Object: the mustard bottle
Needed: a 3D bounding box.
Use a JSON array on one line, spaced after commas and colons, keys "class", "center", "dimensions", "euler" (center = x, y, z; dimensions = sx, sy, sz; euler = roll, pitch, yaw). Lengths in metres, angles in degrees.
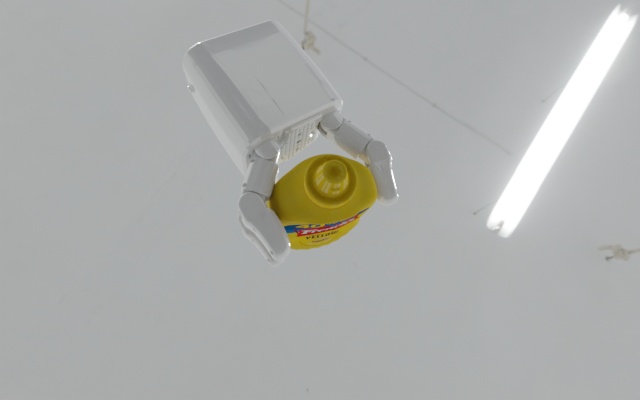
[{"class": "mustard bottle", "center": [0.000, 0.002, 0.435], "dimensions": [0.096, 0.058, 0.192], "euler": [-10, -13, -9]}]
